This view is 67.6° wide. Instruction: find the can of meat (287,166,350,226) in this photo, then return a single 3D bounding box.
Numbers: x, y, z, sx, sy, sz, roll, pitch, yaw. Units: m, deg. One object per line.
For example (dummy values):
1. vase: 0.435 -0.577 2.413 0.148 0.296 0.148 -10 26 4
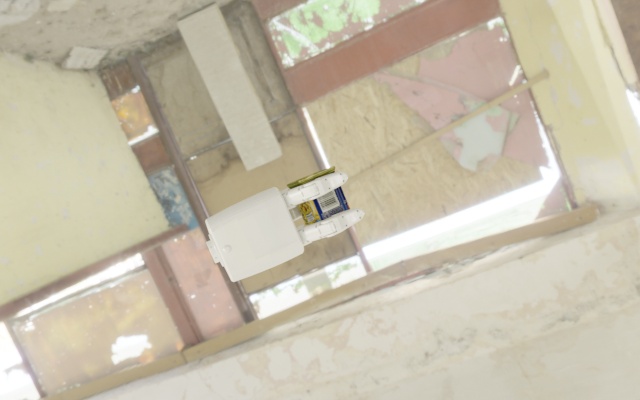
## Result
1. can of meat: 0.000 0.003 0.693 0.057 0.084 0.102 -24 4 -18
